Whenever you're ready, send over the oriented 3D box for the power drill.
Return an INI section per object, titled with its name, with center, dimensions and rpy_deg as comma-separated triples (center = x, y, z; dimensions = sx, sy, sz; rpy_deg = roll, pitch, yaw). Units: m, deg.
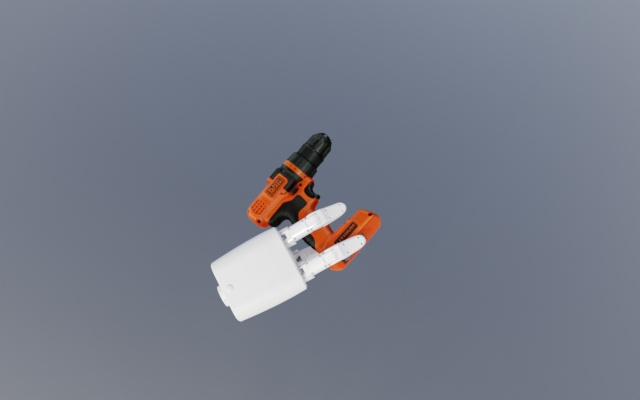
[power drill]
center = 0.000, 0.003, 0.742
dimensions = 0.187, 0.184, 0.057
rpy_deg = 38, -2, 28
